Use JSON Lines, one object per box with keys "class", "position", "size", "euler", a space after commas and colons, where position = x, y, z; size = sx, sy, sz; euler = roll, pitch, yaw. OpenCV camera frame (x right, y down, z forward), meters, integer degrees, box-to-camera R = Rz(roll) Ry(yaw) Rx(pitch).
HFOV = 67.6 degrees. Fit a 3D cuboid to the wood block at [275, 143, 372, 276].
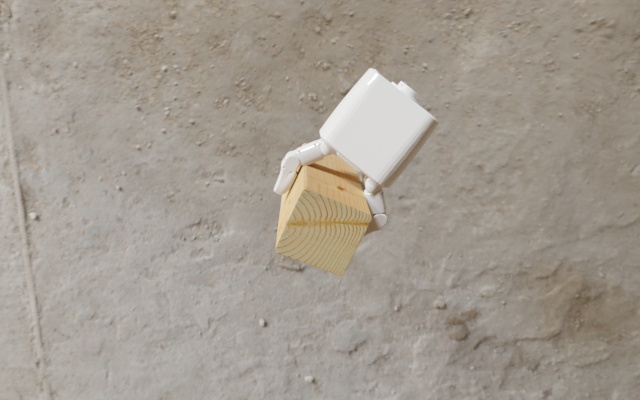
{"class": "wood block", "position": [0.000, 0.002, 0.652], "size": [0.091, 0.090, 0.206], "euler": [22, 19, -10]}
